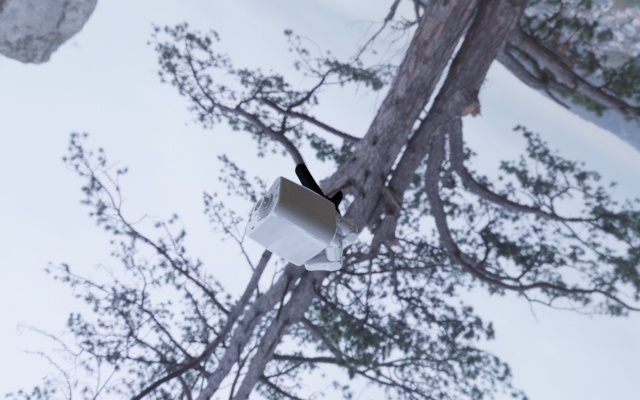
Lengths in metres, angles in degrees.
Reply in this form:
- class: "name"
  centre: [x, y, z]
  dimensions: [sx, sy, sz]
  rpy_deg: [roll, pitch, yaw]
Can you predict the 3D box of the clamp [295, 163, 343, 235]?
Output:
- class: "clamp"
  centre: [0.000, 0.003, 0.866]
  dimensions: [0.120, 0.039, 0.171]
  rpy_deg: [33, 24, -22]
